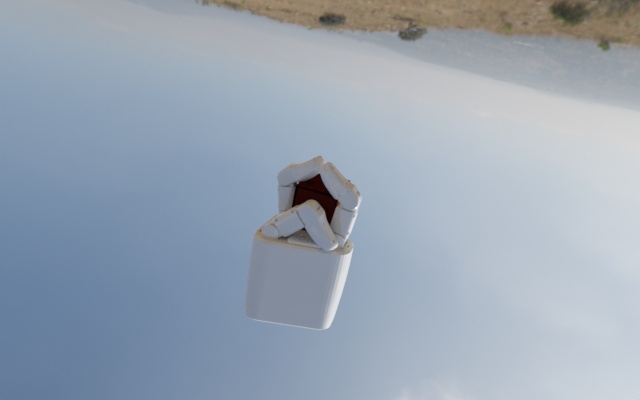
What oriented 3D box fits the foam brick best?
[{"bbox_3d":[0.000,0.002,0.585,0.053,0.051,0.078,14,19,12],"label":"foam brick"}]
